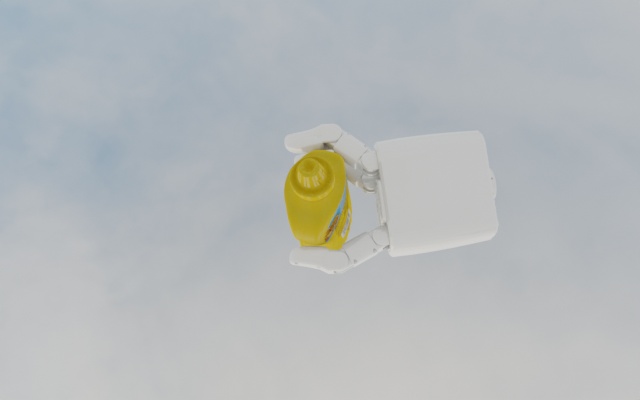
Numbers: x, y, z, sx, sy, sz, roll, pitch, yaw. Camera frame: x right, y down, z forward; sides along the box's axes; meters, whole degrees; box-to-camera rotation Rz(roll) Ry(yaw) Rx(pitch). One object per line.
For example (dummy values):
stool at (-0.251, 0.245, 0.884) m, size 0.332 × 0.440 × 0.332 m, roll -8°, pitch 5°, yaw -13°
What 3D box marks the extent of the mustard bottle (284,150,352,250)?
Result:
mustard bottle at (0.000, 0.002, 0.500) m, size 0.058 × 0.096 × 0.192 m, roll 15°, pitch -16°, yaw 10°
